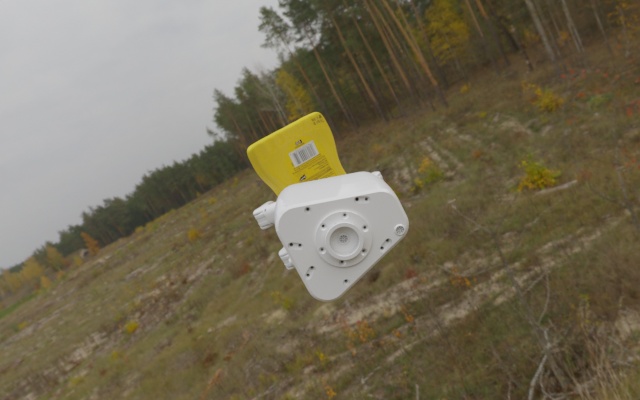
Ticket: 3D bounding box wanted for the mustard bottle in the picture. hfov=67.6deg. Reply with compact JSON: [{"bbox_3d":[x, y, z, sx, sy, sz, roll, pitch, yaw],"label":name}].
[{"bbox_3d":[0.000,0.002,0.558,0.096,0.191,0.058,-32,10,-21],"label":"mustard bottle"}]
